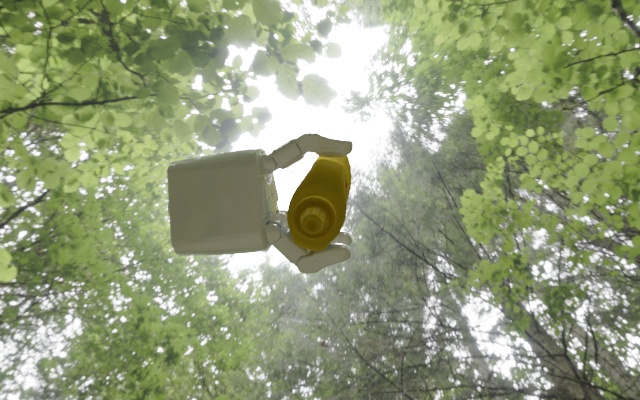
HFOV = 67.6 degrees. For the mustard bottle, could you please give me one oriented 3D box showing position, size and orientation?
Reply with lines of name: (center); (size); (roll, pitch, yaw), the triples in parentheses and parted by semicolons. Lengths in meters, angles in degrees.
mustard bottle: (0.000, 0.002, 0.518); (0.058, 0.096, 0.191); (18, 13, 2)
